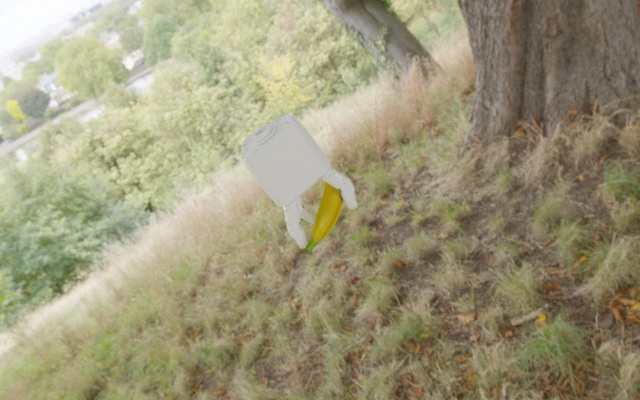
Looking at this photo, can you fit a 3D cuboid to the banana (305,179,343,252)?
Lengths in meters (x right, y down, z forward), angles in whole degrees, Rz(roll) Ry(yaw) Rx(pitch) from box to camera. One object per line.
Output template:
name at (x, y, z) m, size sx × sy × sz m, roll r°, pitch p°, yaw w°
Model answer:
banana at (0.013, -0.001, 0.859) m, size 0.070 × 0.197 × 0.037 m, roll -26°, pitch -58°, yaw 36°
